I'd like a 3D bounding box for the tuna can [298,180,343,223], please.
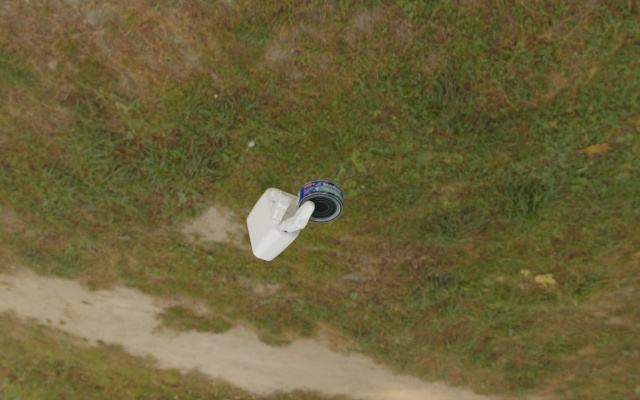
[{"bbox_3d":[0.000,0.003,0.891,0.086,0.033,0.086,1,-43,1],"label":"tuna can"}]
